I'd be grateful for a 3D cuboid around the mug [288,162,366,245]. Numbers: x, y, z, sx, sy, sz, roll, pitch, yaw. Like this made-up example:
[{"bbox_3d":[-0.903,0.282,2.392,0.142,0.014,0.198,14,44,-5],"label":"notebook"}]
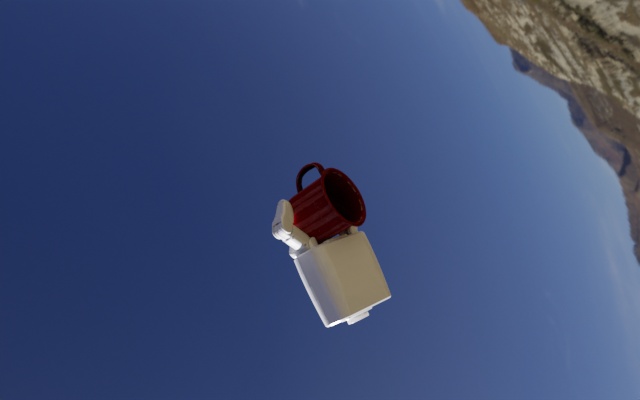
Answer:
[{"bbox_3d":[-0.001,0.001,0.689,0.081,0.117,0.093,-33,-13,32],"label":"mug"}]
